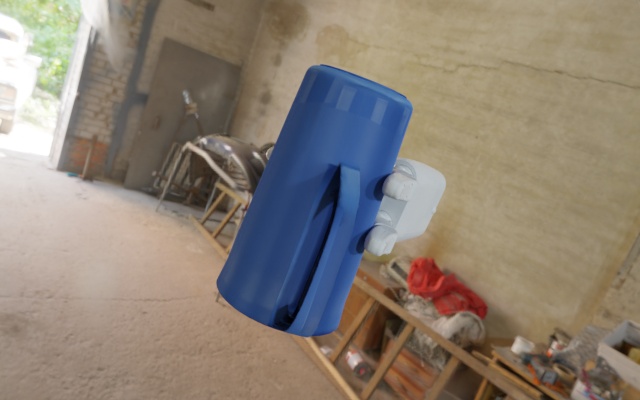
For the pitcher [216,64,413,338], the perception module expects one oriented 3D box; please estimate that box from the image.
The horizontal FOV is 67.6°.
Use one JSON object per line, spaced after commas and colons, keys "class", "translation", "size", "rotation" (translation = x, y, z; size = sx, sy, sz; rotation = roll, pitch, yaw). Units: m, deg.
{"class": "pitcher", "translation": [0.000, 0.002, 0.463], "size": [0.149, 0.243, 0.145], "rotation": [27, 12, 30]}
